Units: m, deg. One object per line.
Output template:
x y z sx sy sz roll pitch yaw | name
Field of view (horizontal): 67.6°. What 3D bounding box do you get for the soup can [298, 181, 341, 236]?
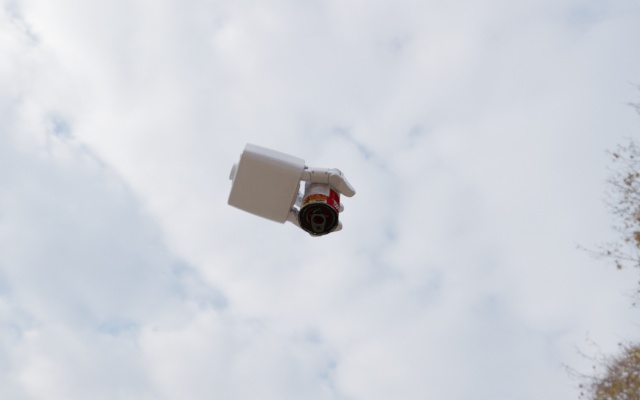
0.001 0.003 0.817 0.068 0.068 0.102 0 34 5 | soup can
